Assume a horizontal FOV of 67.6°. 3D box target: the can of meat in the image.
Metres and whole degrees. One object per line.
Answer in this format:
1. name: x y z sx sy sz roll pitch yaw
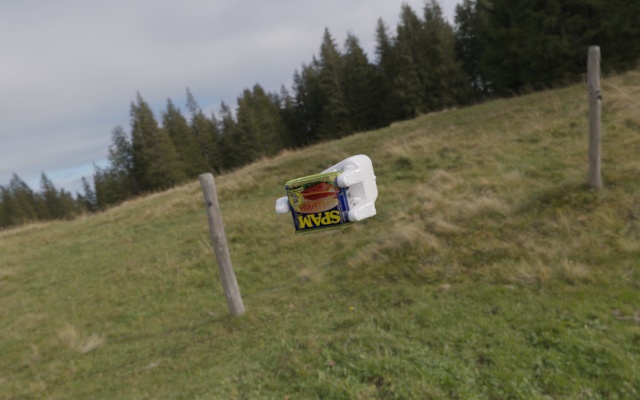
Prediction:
1. can of meat: 0.000 0.002 0.752 0.102 0.084 0.057 -10 9 21
